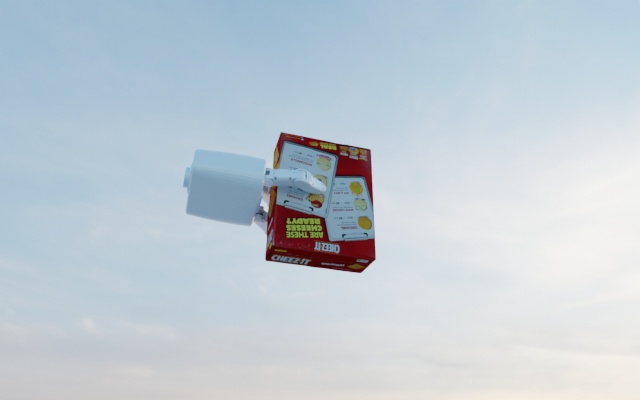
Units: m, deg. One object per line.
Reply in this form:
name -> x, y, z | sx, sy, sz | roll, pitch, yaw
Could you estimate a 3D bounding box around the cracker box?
cracker box -> 0.000, 0.002, 0.787 | 0.164, 0.213, 0.072 | 9, -32, -13
